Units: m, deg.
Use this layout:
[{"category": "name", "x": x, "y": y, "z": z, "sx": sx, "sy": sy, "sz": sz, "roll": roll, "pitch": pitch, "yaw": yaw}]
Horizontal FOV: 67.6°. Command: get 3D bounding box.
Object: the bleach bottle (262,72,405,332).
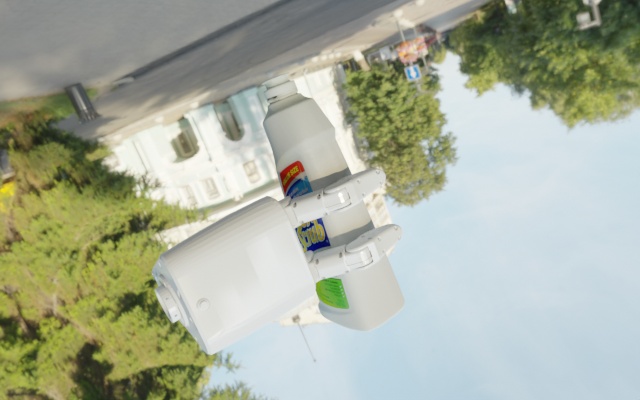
[{"category": "bleach bottle", "x": 0.000, "y": 0.002, "z": 0.471, "sx": 0.068, "sy": 0.251, "sz": 0.102, "roll": -28, "pitch": 14, "yaw": -26}]
